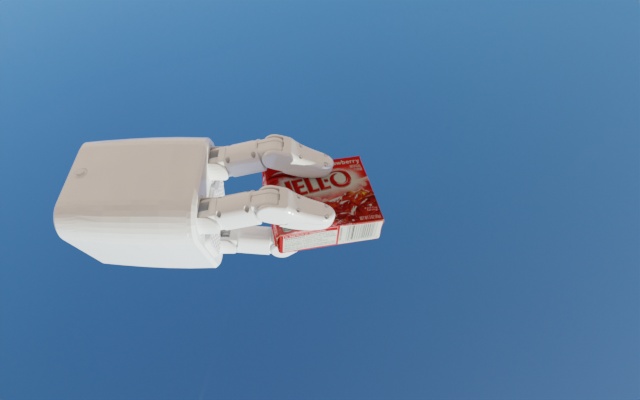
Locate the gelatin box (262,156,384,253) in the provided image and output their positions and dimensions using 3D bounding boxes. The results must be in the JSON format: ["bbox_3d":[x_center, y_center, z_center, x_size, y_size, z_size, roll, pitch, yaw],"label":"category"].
[{"bbox_3d":[0.000,0.002,0.403,0.089,0.073,0.030,-8,-38,-12],"label":"gelatin box"}]
